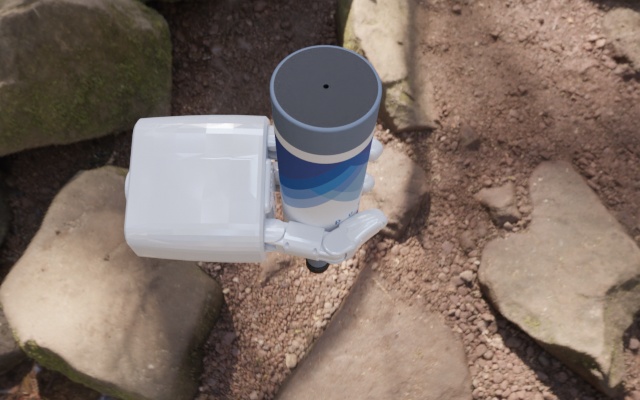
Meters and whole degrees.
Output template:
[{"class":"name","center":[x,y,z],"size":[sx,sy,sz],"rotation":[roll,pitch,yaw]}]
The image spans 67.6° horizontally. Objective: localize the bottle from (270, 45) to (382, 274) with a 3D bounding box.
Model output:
[{"class":"bottle","center":[0.000,0.001,0.411],"size":[0.069,0.069,0.296],"rotation":[0,-28,-1]}]
